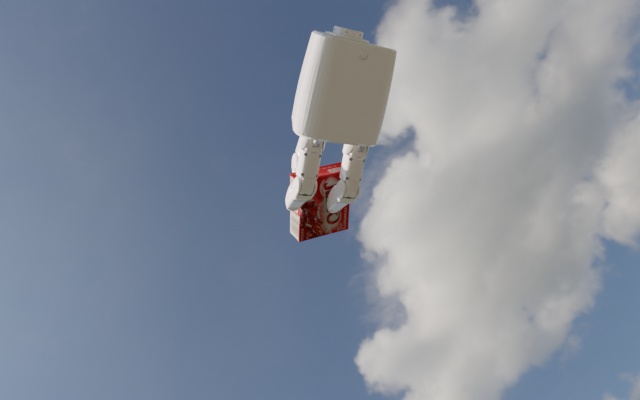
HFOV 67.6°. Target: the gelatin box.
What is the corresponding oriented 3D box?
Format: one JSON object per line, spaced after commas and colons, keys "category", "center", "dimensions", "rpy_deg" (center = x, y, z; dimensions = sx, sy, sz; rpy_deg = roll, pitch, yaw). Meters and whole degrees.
{"category": "gelatin box", "center": [0.000, 0.002, 0.600], "dimensions": [0.073, 0.089, 0.030], "rpy_deg": [-13, 32, -26]}
